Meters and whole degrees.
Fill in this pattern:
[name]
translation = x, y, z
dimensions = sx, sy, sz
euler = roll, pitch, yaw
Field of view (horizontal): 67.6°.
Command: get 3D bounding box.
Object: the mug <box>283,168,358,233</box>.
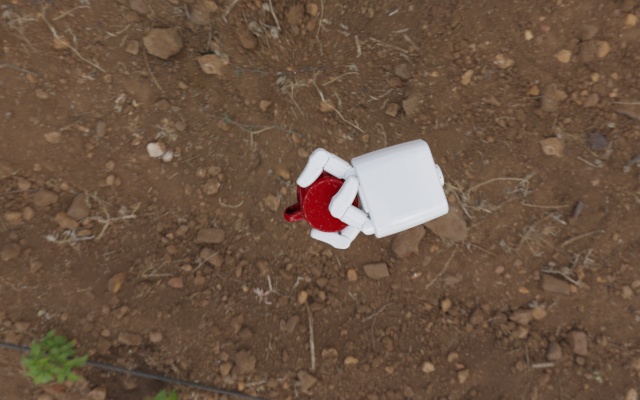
[mug]
translation = -0.001, 0.003, 0.706
dimensions = 0.117, 0.093, 0.081
euler = -20, 15, 1
